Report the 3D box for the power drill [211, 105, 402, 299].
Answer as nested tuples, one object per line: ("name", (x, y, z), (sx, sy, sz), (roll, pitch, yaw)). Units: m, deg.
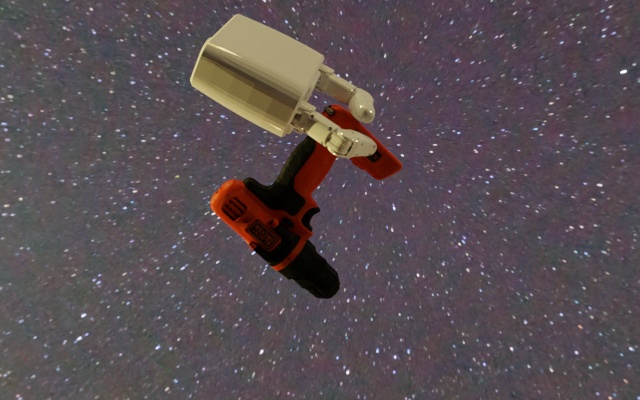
("power drill", (0.000, 0.001, 0.539), (0.184, 0.187, 0.057), (43, 5, -16))
